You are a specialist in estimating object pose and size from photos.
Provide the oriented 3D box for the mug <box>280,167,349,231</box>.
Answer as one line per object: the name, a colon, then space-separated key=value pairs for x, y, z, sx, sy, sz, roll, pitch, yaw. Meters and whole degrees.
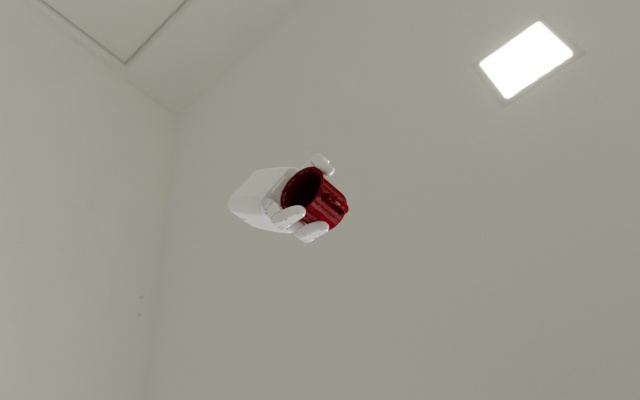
mug: x=0.001 y=0.003 z=0.811 sx=0.117 sy=0.093 sz=0.081 roll=4 pitch=-27 yaw=46
